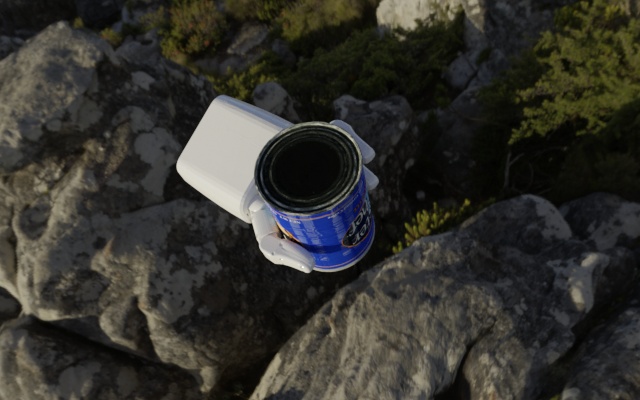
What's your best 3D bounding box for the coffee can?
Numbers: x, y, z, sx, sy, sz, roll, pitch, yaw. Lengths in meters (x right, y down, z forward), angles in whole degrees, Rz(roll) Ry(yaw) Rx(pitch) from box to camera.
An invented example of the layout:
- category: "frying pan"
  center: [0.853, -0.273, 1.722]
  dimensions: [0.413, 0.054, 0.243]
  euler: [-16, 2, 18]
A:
- category: "coffee can"
  center: [0.000, 0.002, 0.497]
  dimensions: [0.103, 0.102, 0.140]
  euler: [0, -29, 11]
